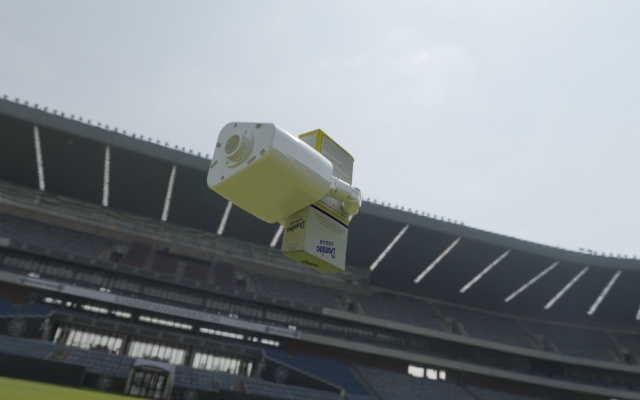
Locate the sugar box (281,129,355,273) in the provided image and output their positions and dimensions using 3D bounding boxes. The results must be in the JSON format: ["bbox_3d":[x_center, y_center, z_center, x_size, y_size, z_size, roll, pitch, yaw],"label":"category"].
[{"bbox_3d":[0.000,0.002,0.654,0.048,0.176,0.093,-9,-29,37],"label":"sugar box"}]
